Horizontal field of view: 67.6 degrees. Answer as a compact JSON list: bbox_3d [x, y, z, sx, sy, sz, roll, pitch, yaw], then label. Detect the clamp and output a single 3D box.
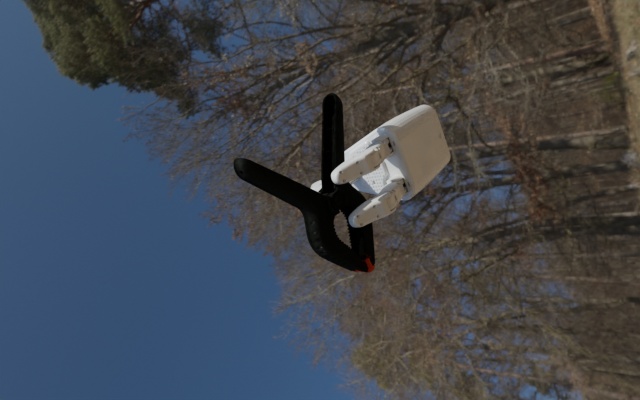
[{"bbox_3d":[0.000,0.002,0.542,0.164,0.210,0.036,-34,19,-36],"label":"clamp"}]
